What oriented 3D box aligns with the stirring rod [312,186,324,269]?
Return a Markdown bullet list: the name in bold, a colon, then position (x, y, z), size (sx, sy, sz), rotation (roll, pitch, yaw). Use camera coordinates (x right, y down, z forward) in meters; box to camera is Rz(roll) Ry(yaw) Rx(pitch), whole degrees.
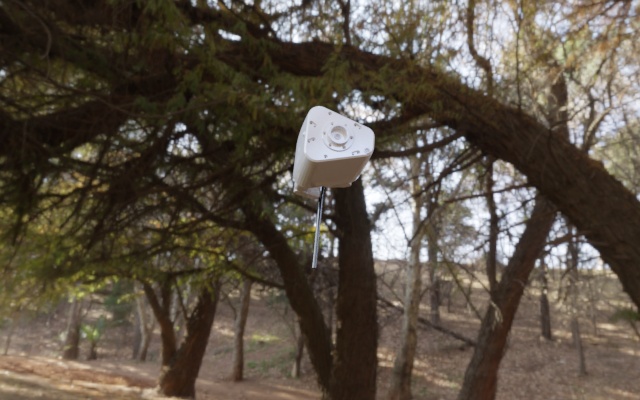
- **stirring rod**: position (0.000, 0.003, 0.856), size (0.011, 0.239, 0.011), rotation (5, -19, 2)
